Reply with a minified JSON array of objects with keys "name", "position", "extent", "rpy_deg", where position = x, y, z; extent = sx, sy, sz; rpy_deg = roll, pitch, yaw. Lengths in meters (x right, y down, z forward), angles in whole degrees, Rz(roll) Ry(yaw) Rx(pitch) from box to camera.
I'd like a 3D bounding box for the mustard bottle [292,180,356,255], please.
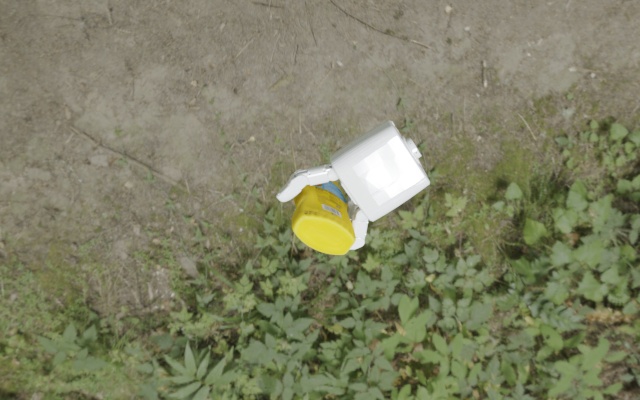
[{"name":"mustard bottle","position":[0.000,0.003,0.765],"extent":[0.096,0.058,0.191],"rpy_deg":[25,27,-18]}]
